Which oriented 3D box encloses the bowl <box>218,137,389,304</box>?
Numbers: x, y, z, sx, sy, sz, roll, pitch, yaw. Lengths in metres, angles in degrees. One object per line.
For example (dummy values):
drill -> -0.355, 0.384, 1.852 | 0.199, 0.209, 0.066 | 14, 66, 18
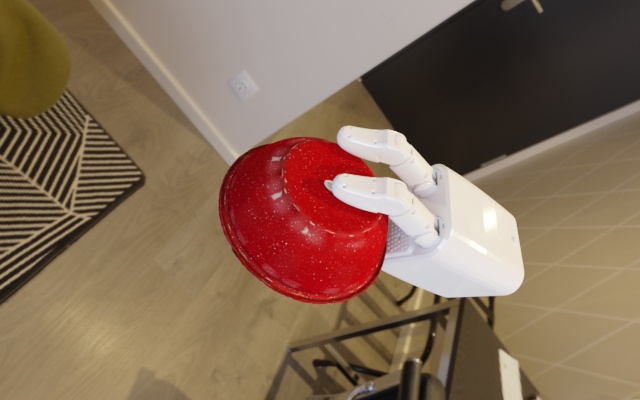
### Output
bowl -> -0.001, 0.001, 0.401 | 0.162, 0.162, 0.055 | 0, -31, -30
